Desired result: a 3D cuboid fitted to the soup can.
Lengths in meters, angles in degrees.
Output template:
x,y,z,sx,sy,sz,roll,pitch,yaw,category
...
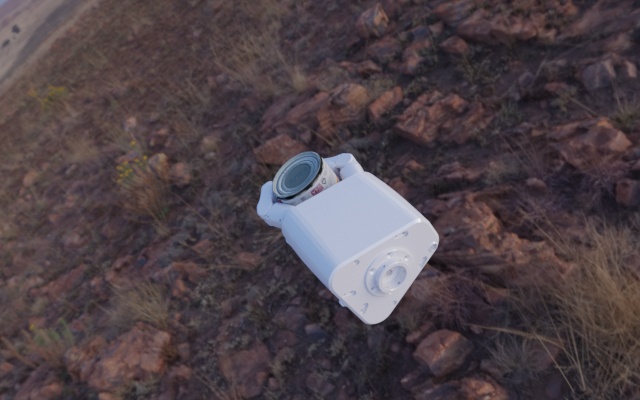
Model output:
x,y,z,sx,sy,sz,roll,pitch,yaw,category
0.000,0.001,0.547,0.068,0.068,0.102,0,-37,42,soup can
